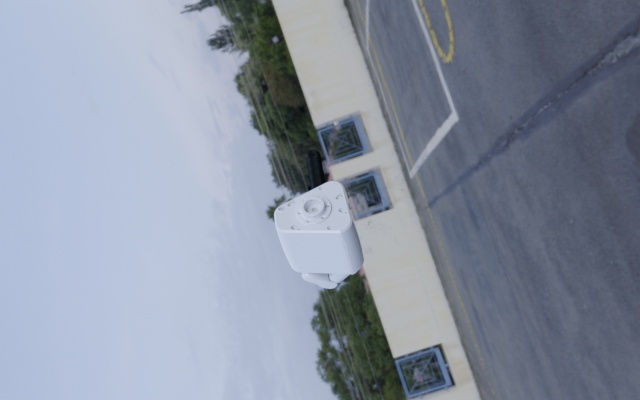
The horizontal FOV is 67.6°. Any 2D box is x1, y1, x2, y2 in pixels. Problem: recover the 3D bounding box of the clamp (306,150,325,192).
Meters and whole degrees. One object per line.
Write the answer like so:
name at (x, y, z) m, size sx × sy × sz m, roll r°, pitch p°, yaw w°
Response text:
clamp at (0.000, 0.003, 0.797) m, size 0.039 × 0.171 × 0.120 m, roll -15°, pitch -40°, yaw -2°
